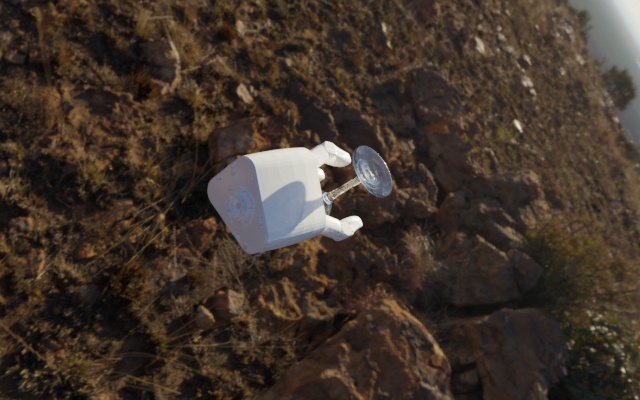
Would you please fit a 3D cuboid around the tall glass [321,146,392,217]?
[{"bbox_3d":[0.001,0.002,0.675,0.201,0.079,0.079,-31,-20,38],"label":"tall glass"}]
